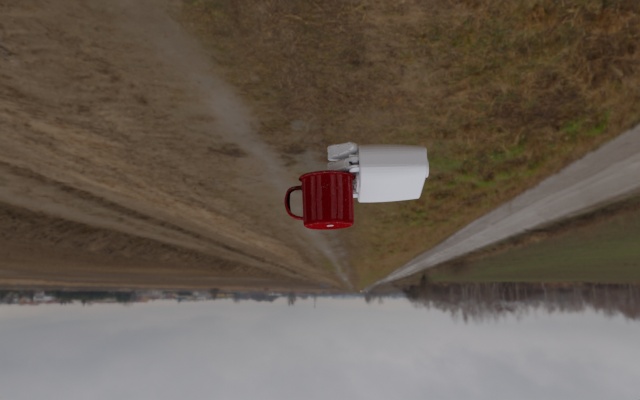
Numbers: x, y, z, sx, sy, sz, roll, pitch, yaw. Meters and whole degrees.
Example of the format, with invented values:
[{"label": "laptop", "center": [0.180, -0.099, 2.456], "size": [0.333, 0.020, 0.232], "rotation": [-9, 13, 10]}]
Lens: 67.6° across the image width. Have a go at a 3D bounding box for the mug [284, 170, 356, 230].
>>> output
[{"label": "mug", "center": [-0.001, 0.003, 0.769], "size": [0.117, 0.081, 0.093], "rotation": [-2, -11, 2]}]
